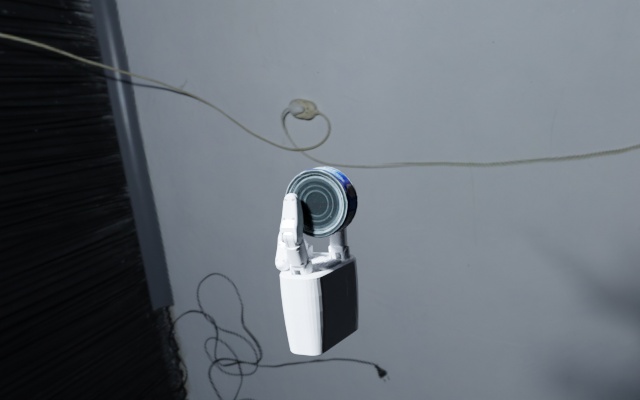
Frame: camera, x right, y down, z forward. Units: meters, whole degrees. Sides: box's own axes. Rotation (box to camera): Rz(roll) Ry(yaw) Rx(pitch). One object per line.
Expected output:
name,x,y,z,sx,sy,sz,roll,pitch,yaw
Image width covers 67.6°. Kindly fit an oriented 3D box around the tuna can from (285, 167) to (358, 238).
tuna can,0.000,0.002,0.587,0.086,0.086,0.034,0,7,24
